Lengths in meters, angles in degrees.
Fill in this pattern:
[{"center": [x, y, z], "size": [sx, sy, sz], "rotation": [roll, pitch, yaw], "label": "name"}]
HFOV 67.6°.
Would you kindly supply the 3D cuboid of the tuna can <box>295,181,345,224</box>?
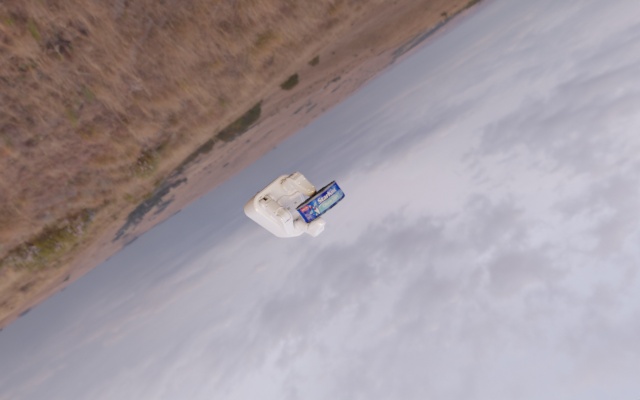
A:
[{"center": [0.000, 0.003, 0.828], "size": [0.086, 0.034, 0.086], "rotation": [-36, 4, 3], "label": "tuna can"}]
